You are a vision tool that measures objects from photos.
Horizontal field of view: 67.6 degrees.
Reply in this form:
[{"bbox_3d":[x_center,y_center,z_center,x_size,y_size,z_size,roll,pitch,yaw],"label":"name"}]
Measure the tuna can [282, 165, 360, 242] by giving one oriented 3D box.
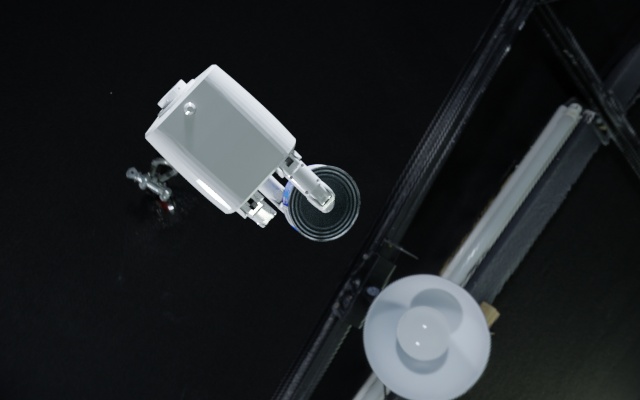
[{"bbox_3d":[0.000,0.002,0.549,0.086,0.086,0.033,0,8,-19],"label":"tuna can"}]
